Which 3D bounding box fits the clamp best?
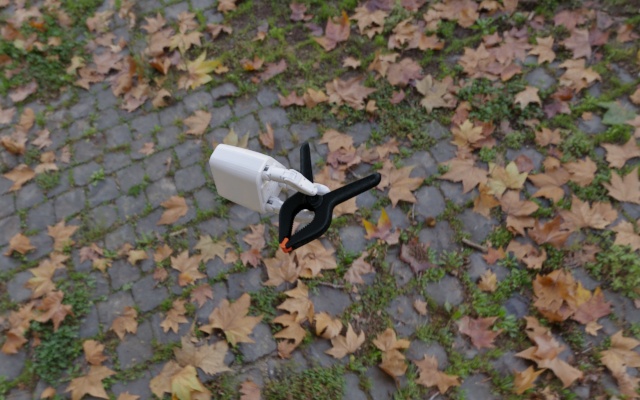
[{"bbox_3d":[0.000,0.003,0.830,0.164,0.210,0.036,18,-23,20],"label":"clamp"}]
